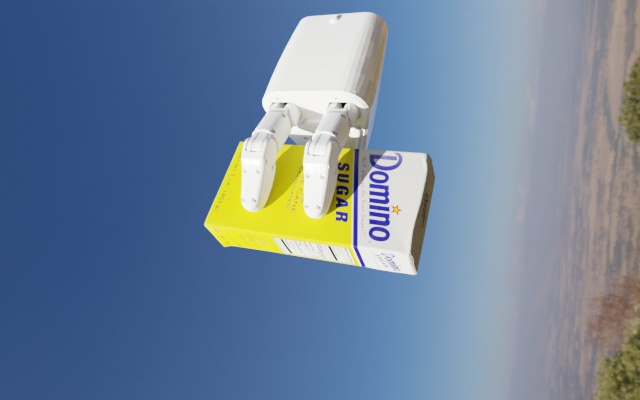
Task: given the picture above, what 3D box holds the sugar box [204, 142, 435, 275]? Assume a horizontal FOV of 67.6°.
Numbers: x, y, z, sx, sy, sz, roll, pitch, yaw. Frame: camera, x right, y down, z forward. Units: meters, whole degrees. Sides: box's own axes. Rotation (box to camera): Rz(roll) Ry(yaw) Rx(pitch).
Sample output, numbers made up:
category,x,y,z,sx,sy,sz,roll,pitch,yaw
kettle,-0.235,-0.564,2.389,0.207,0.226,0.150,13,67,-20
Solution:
category,x,y,z,sx,sy,sz,roll,pitch,yaw
sugar box,0.000,0.001,0.402,0.176,0.093,0.048,4,-30,23
